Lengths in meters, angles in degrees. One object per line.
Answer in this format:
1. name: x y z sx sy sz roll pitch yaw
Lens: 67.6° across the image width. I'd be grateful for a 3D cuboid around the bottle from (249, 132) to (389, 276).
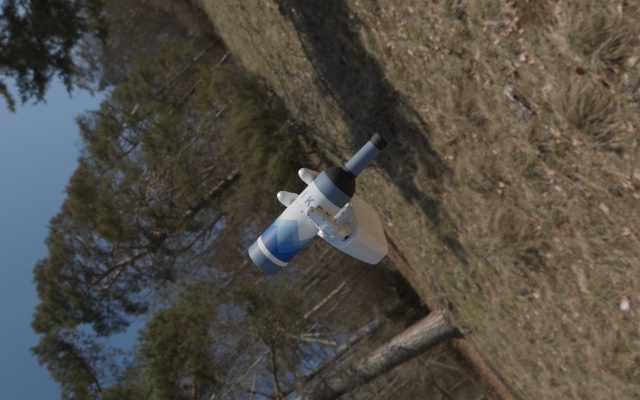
1. bottle: 0.000 0.003 0.798 0.069 0.296 0.069 41 13 -12
